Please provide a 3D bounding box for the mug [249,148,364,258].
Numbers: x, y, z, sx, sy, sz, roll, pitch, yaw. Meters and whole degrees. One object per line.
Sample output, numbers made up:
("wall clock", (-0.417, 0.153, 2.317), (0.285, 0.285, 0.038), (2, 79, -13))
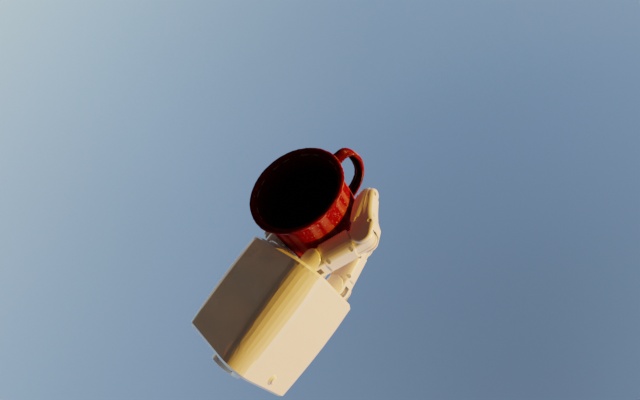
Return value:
("mug", (0.001, 0.000, 0.459), (0.093, 0.117, 0.081), (29, -16, 38))
